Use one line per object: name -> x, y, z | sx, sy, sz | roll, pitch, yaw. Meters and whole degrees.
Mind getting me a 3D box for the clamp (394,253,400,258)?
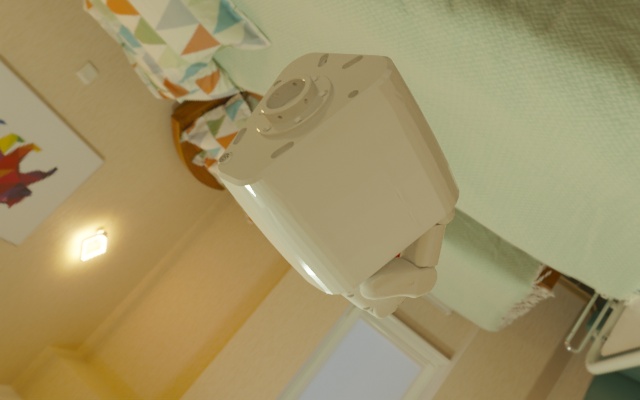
clamp -> 0.000, 0.002, 0.406 | 0.171, 0.039, 0.120 | 23, -23, 48
